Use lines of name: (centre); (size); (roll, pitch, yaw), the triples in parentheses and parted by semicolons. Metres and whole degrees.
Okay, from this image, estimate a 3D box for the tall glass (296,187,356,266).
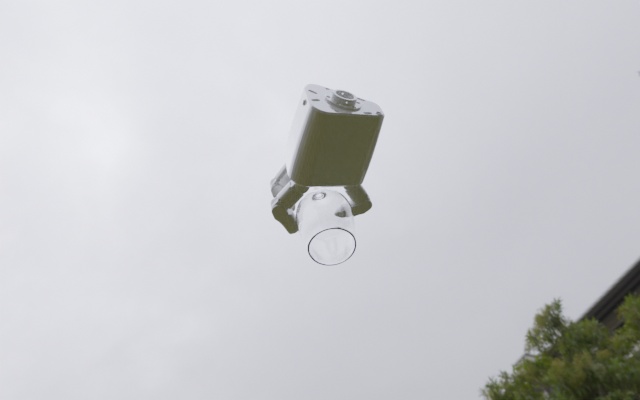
tall glass: (0.000, 0.002, 0.675); (0.079, 0.079, 0.201); (0, 35, -10)
